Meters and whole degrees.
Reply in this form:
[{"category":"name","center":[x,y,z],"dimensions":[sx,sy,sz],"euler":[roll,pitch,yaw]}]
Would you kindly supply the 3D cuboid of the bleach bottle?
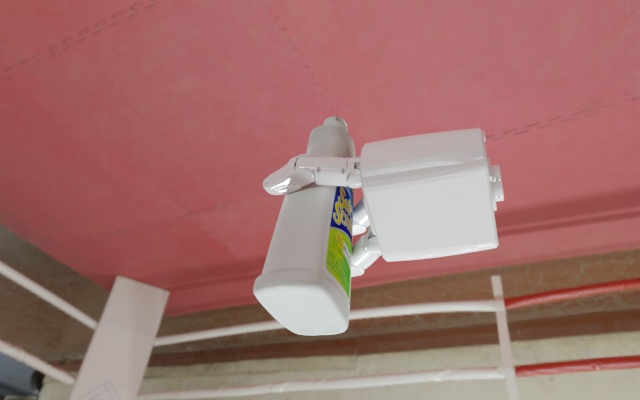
[{"category":"bleach bottle","center":[0.000,0.002,0.490],"dimensions":[0.068,0.250,0.103],"euler":[-8,-41,20]}]
